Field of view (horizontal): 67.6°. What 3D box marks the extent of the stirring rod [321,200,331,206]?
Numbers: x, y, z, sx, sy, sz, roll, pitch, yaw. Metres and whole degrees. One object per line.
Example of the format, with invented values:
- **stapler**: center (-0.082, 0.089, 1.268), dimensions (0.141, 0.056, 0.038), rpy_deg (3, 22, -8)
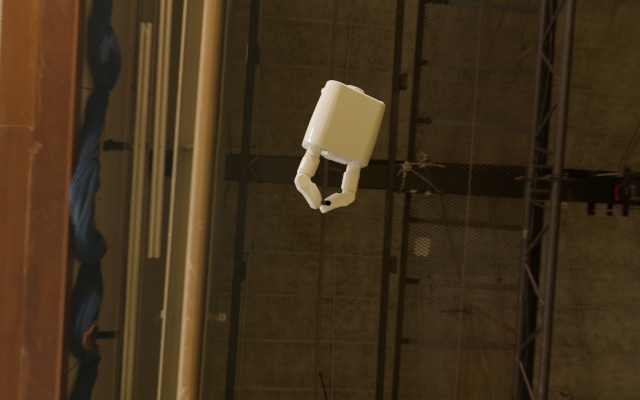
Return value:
- **stirring rod**: center (0.000, 0.003, 0.790), dimensions (0.011, 0.011, 0.239), rpy_deg (0, 1, -5)
